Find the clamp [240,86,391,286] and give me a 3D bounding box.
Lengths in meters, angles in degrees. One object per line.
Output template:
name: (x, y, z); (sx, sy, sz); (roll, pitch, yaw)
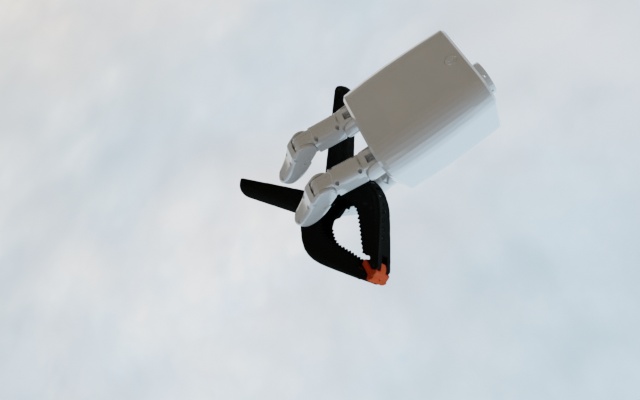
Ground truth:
clamp: (0.001, 0.002, 0.476); (0.164, 0.209, 0.036); (-37, -36, 19)
